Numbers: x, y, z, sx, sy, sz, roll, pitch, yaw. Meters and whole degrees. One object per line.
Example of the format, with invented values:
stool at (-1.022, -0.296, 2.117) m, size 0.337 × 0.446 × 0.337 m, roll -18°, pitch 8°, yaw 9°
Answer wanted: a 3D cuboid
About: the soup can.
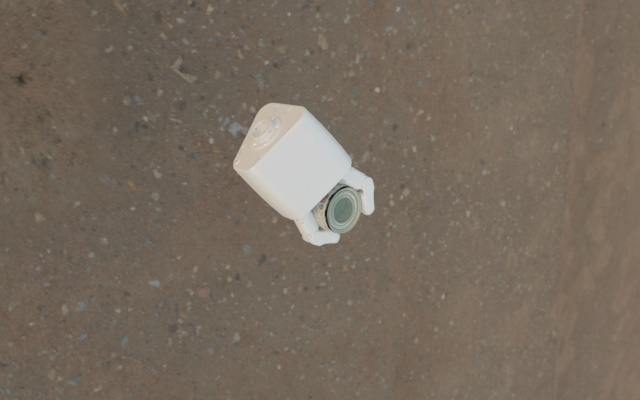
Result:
soup can at (0.000, 0.003, 0.681) m, size 0.068 × 0.068 × 0.102 m, roll 0°, pitch 13°, yaw -42°
